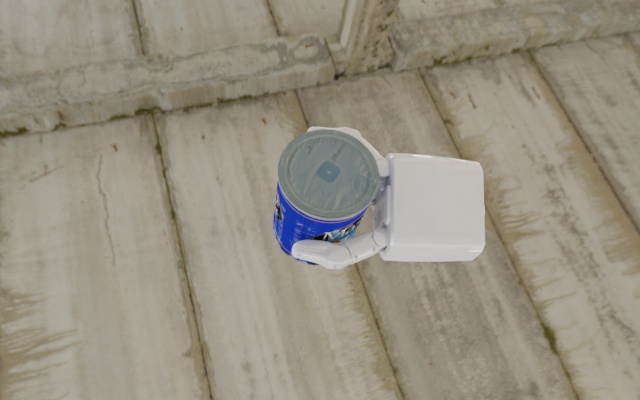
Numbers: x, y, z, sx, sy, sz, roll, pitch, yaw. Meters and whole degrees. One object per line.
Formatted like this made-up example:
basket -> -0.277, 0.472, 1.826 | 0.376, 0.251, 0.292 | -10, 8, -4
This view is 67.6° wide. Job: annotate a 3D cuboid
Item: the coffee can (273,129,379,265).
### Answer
coffee can -> 0.000, 0.002, 0.537 | 0.103, 0.102, 0.140 | 0, -26, -8
